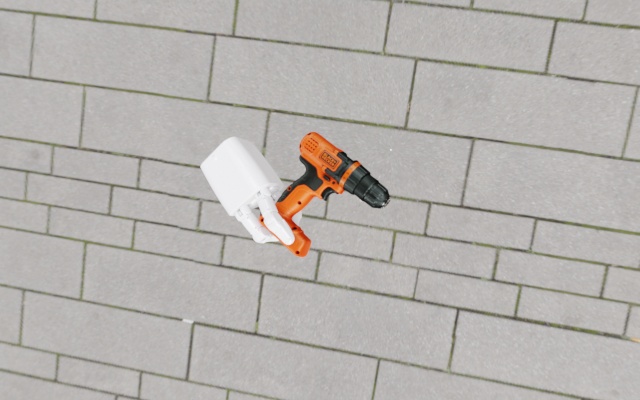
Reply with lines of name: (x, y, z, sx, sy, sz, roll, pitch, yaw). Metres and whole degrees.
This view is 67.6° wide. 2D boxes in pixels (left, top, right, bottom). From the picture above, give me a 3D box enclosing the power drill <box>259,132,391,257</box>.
power drill: (0.000, 0.003, 0.812, 0.184, 0.187, 0.057, 40, 6, 17)
